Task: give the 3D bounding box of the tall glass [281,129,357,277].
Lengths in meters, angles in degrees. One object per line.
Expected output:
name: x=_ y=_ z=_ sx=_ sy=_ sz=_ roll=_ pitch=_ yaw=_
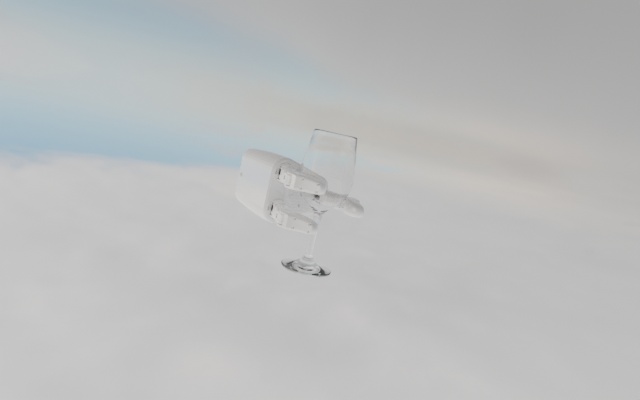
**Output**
tall glass: x=0.000 y=0.003 z=0.682 sx=0.079 sy=0.201 sz=0.079 roll=13 pitch=10 yaw=-2
